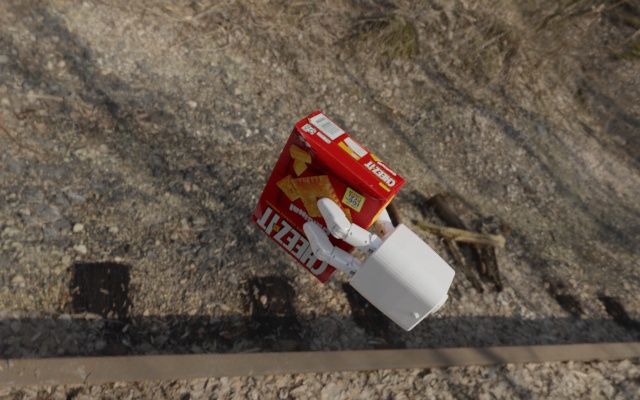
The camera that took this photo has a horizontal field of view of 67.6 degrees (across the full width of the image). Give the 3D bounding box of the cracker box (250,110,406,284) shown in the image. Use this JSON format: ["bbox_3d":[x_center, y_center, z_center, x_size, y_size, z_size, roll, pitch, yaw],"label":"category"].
[{"bbox_3d":[0.000,0.002,0.711,0.072,0.164,0.214,-39,-14,-47],"label":"cracker box"}]
